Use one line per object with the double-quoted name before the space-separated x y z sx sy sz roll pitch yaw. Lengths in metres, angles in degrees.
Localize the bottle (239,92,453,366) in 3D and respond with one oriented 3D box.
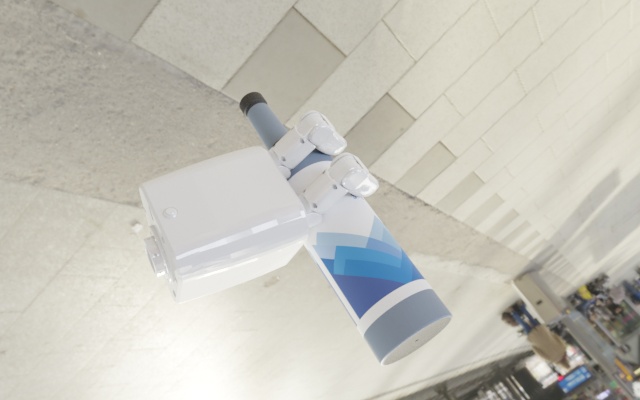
"bottle" 0.000 0.002 0.433 0.069 0.295 0.069 -26 -30 -16
